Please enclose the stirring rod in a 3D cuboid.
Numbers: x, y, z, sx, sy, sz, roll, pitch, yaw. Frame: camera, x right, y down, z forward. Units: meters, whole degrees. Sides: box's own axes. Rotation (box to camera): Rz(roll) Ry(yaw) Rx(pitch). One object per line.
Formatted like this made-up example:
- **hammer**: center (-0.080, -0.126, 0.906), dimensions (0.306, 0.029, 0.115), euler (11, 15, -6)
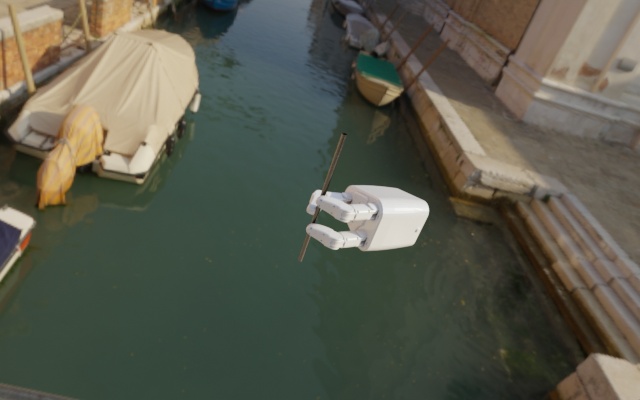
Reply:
- **stirring rod**: center (0.000, 0.003, 0.753), dimensions (0.011, 0.240, 0.011), euler (15, 30, -9)
